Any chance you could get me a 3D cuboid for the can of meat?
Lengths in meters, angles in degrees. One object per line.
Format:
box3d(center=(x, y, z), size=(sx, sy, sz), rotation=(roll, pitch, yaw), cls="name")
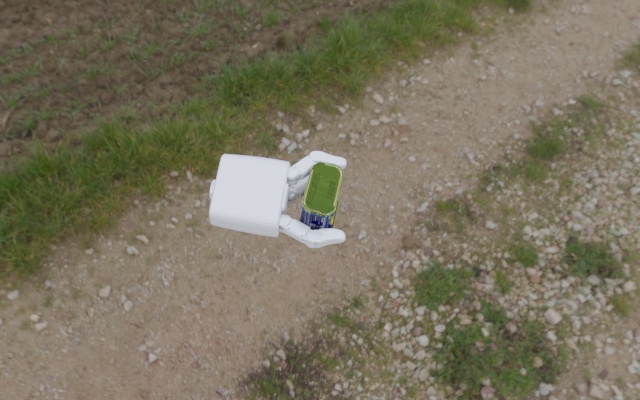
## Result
box3d(center=(0.000, 0.002, 0.747), size=(0.057, 0.102, 0.084), rotation=(12, -34, 2), cls="can of meat")
